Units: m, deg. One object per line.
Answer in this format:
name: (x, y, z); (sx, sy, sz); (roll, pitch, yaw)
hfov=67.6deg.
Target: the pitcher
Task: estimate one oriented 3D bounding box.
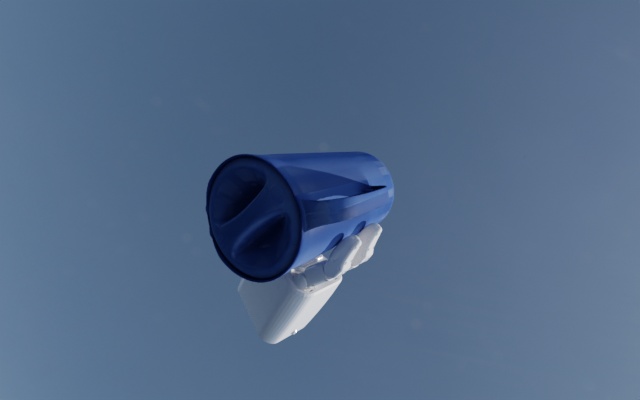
pitcher: (0.000, 0.002, 0.572); (0.149, 0.145, 0.243); (42, 30, 21)
